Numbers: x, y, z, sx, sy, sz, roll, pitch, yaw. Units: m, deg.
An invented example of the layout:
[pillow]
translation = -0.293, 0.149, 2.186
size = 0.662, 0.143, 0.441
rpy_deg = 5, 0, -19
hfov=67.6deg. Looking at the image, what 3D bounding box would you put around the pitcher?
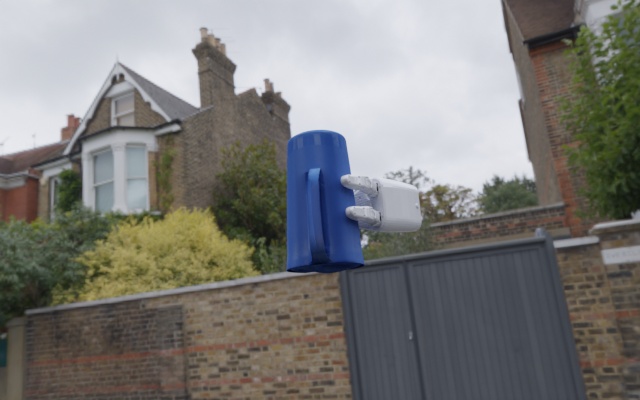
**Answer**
[pitcher]
translation = 0.000, 0.003, 0.828
size = 0.145, 0.242, 0.149
rpy_deg = 6, -17, -36
